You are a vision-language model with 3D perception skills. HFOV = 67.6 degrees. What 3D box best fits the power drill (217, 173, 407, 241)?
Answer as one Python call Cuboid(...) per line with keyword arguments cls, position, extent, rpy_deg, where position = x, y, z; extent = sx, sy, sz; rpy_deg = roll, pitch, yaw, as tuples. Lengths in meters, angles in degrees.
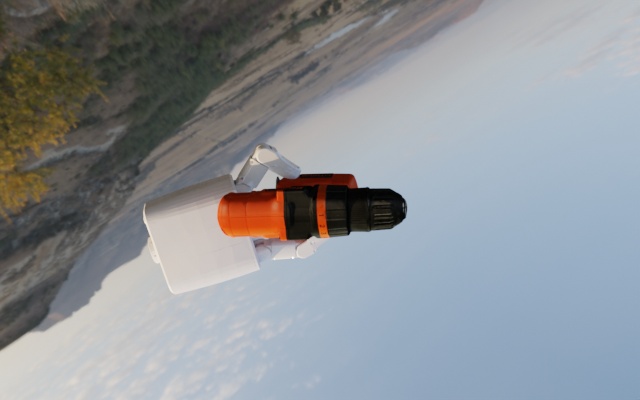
Cuboid(cls="power drill", position=(0.000, 0.002, 0.530), extent=(0.184, 0.057, 0.187), rpy_deg=(-1, 5, 8))
